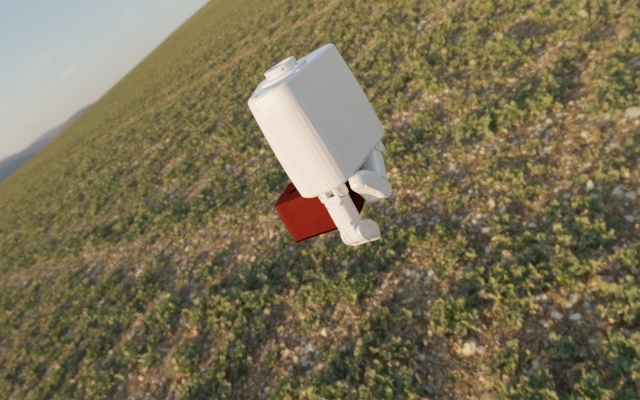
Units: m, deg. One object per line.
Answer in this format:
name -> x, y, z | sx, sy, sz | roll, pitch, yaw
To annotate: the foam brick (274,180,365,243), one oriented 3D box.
foam brick -> 0.000, 0.002, 0.512 | 0.078, 0.051, 0.053 | -21, 24, 28
